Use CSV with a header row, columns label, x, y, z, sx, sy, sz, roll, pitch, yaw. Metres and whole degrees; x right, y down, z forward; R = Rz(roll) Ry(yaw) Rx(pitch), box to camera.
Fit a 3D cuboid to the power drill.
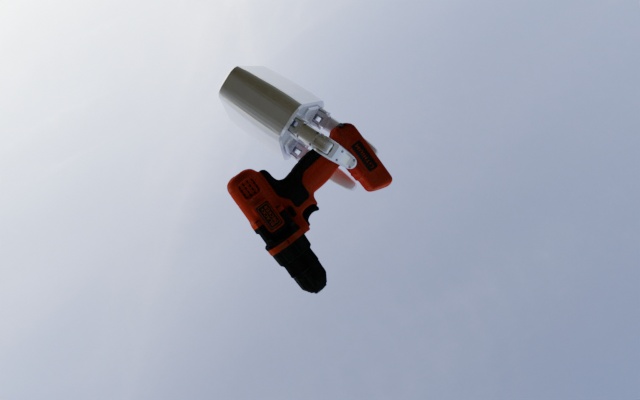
label,x,y,z,sx,sy,sz,roll,pitch,yaw
power drill,0.000,0.002,0.626,0.187,0.184,0.057,-37,5,-13
